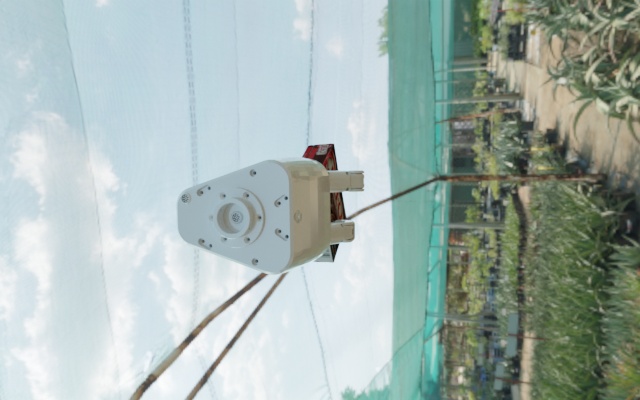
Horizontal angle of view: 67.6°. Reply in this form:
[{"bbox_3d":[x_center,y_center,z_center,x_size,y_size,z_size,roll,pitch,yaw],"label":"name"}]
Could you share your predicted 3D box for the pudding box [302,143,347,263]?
[{"bbox_3d":[0.000,0.002,0.558,0.039,0.114,0.090,0,31,16],"label":"pudding box"}]
